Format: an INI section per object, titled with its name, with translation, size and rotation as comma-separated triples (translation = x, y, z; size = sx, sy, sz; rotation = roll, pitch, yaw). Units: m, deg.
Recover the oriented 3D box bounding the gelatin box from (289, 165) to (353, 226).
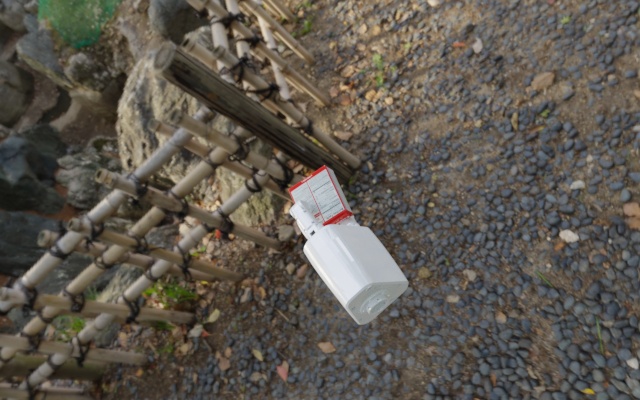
[gelatin box]
translation = 0.000, 0.002, 0.735
size = 0.073, 0.089, 0.030
rotation = -33, -27, 17
